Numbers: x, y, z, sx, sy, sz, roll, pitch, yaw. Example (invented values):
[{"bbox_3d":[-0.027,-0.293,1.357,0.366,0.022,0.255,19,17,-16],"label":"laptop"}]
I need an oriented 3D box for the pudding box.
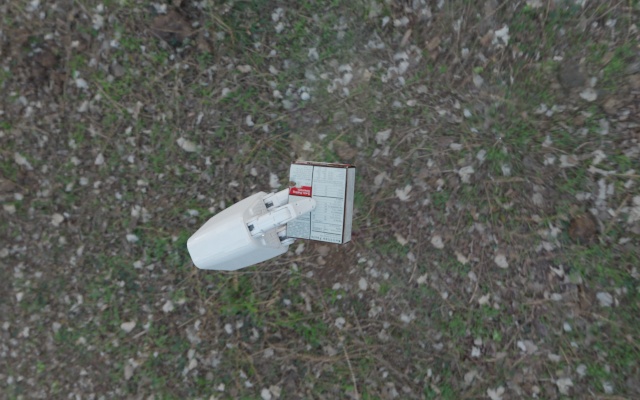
[{"bbox_3d":[0.000,0.002,0.680,0.090,0.113,0.039,6,10,20],"label":"pudding box"}]
